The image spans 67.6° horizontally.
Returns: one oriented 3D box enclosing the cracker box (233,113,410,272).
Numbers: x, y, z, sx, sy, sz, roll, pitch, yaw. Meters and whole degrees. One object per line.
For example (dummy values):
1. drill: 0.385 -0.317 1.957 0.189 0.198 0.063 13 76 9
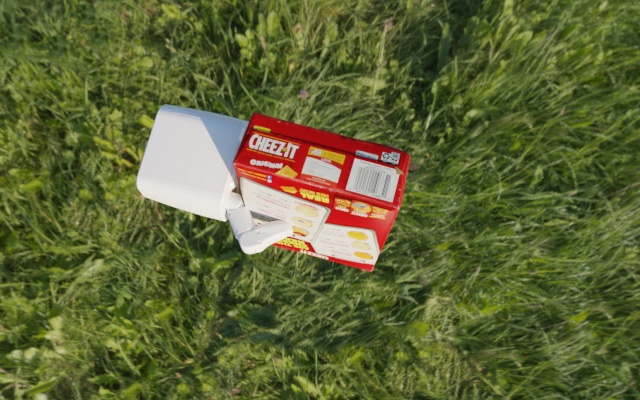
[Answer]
1. cracker box: 0.000 0.002 0.547 0.164 0.072 0.214 15 -23 5
